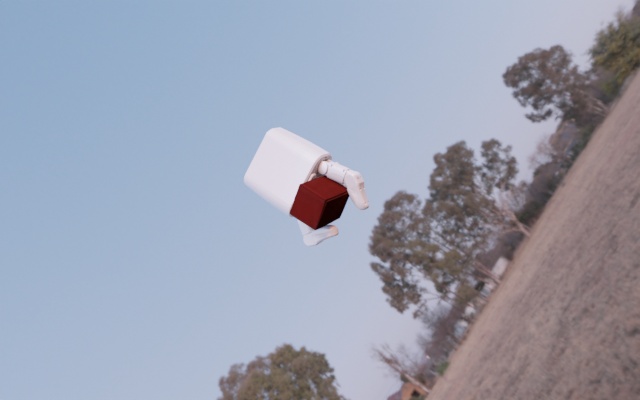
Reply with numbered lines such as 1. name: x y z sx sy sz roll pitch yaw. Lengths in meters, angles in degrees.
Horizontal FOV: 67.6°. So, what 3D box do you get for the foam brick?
1. foam brick: 0.000 0.002 0.718 0.051 0.053 0.078 32 26 21
